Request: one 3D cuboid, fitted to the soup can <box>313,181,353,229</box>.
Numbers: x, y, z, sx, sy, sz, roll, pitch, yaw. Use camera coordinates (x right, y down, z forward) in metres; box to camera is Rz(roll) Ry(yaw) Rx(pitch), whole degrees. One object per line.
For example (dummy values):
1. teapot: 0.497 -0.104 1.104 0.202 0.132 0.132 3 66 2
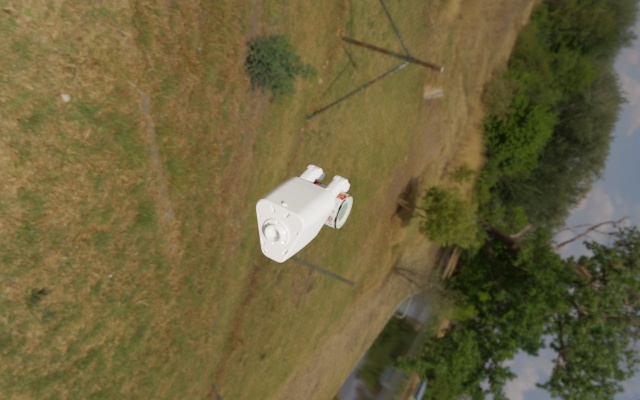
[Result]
1. soup can: 0.001 0.003 0.893 0.102 0.068 0.068 24 8 19
